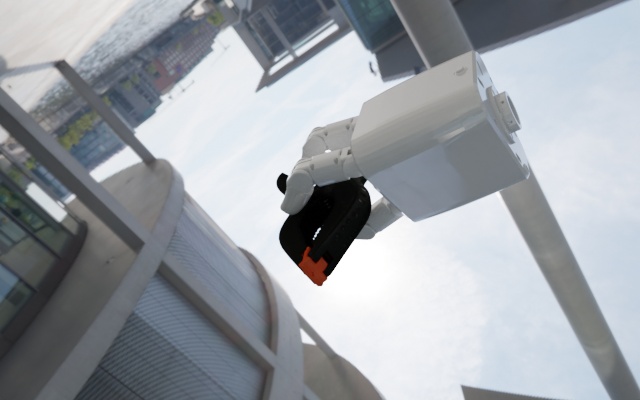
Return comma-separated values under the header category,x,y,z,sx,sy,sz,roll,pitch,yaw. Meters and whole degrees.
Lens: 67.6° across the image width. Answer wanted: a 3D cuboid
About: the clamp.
category,x,y,z,sx,sy,sz,roll,pitch,yaw
clamp,0.001,0.002,0.464,0.164,0.036,0.209,-24,28,31
